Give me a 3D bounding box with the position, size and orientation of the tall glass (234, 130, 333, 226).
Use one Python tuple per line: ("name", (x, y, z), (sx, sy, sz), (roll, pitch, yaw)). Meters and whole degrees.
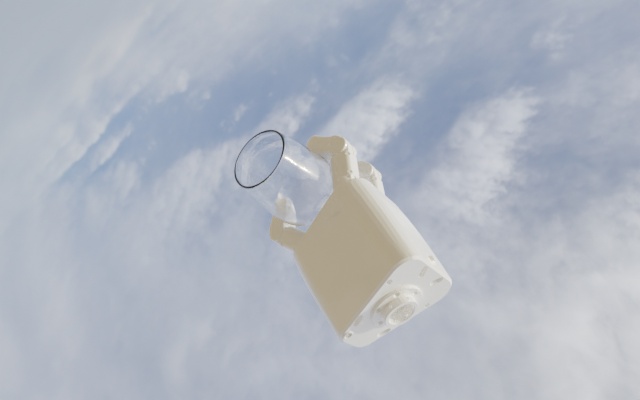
("tall glass", (0.000, 0.002, 0.512), (0.079, 0.079, 0.201), (0, -25, 40))
